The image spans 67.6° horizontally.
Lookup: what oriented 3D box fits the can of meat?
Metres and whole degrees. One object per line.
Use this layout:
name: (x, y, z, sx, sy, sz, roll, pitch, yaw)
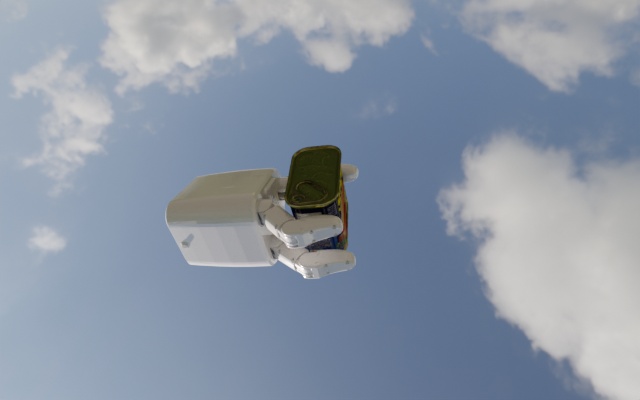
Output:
can of meat: (0.000, 0.002, 0.536, 0.057, 0.084, 0.102, -5, 41, 9)
